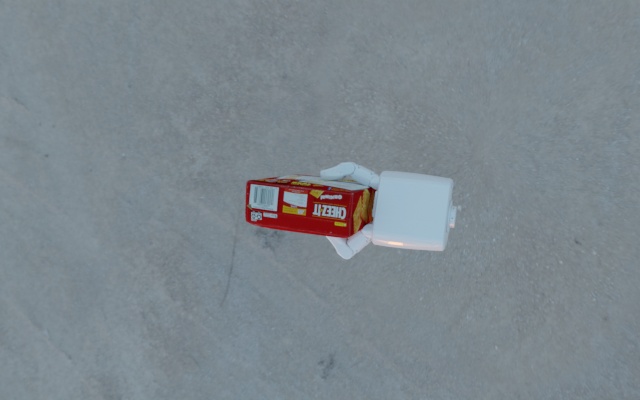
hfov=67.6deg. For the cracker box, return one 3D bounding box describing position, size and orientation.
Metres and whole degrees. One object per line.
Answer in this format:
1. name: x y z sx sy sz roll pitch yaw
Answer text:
1. cracker box: 0.000 0.002 0.766 0.164 0.072 0.213 7 7 18
